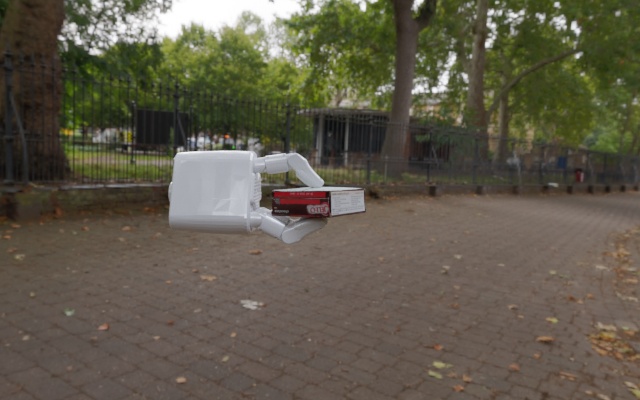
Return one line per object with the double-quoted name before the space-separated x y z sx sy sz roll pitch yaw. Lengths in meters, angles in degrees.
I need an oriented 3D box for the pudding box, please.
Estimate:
"pudding box" 0.000 0.002 0.651 0.090 0.039 0.113 2 5 29
